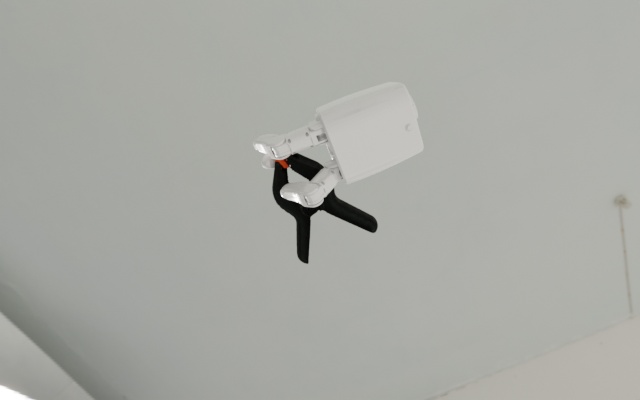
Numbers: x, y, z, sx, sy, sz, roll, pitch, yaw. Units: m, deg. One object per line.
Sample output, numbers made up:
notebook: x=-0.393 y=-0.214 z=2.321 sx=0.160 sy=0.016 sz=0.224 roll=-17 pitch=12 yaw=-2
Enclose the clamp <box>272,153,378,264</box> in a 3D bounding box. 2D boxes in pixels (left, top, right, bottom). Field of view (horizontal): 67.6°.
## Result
clamp: x=0.000 y=0.002 z=0.626 sx=0.120 sy=0.172 sz=0.039 roll=-22 pitch=32 yaw=3
